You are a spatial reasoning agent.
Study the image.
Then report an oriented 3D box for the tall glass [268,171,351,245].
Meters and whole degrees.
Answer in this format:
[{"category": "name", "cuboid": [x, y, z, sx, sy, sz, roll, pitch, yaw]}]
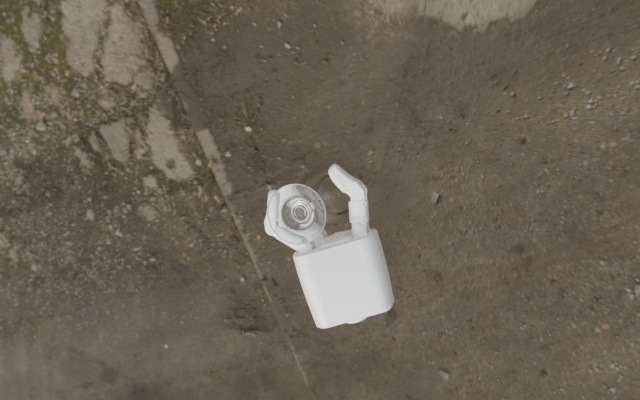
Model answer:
[{"category": "tall glass", "cuboid": [0.000, 0.002, 0.660, 0.079, 0.079, 0.201, 0, 9, 17]}]
